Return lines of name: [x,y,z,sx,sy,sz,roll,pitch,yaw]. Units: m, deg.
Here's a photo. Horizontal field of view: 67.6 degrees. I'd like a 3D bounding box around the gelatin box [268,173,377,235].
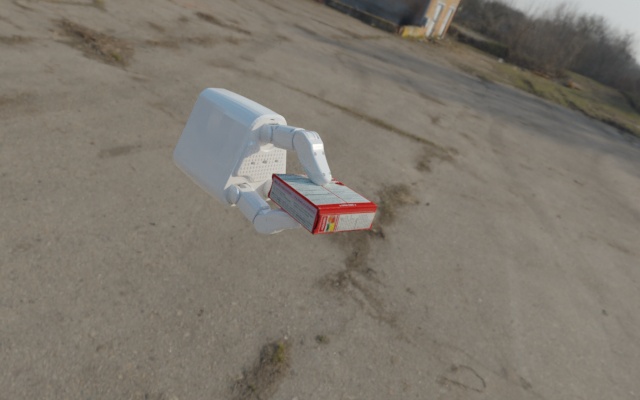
gelatin box: [0.000,0.001,0.480,0.073,0.030,0.089,-2,24,-38]
